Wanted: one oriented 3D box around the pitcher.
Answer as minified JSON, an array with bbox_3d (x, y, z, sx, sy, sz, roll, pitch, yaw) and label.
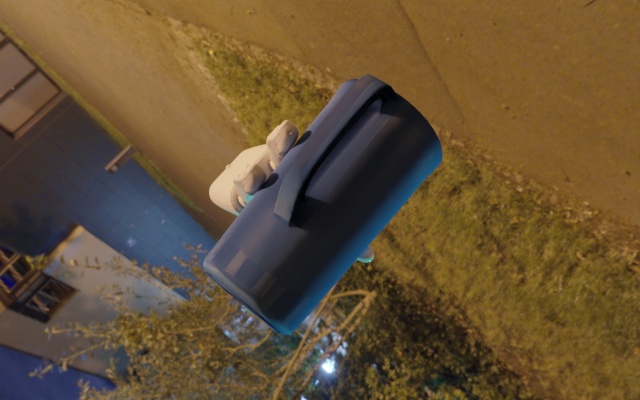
[{"bbox_3d":[0.000,0.002,0.467,0.149,0.242,0.145,47,-17,-24],"label":"pitcher"}]
